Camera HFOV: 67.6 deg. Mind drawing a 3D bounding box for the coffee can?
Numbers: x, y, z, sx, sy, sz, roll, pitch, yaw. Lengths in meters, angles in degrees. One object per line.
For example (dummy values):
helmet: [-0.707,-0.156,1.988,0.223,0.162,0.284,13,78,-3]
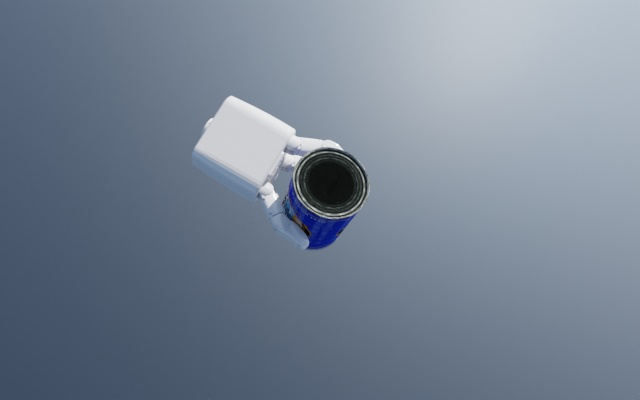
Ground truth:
coffee can: [0.000,0.002,0.676,0.103,0.102,0.140,0,-22,-13]
